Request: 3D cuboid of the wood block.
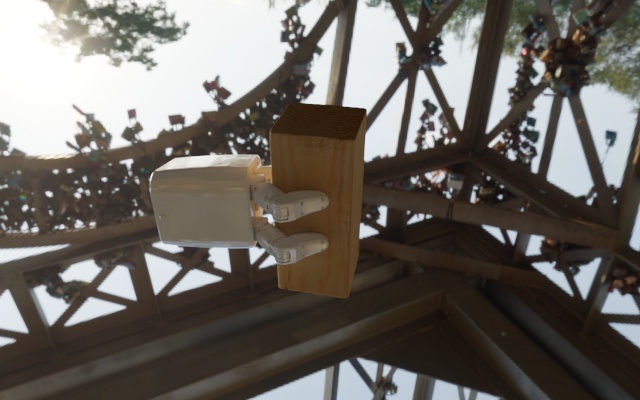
[{"bbox_3d":[0.000,0.002,0.555,0.090,0.206,0.090,6,33,10],"label":"wood block"}]
